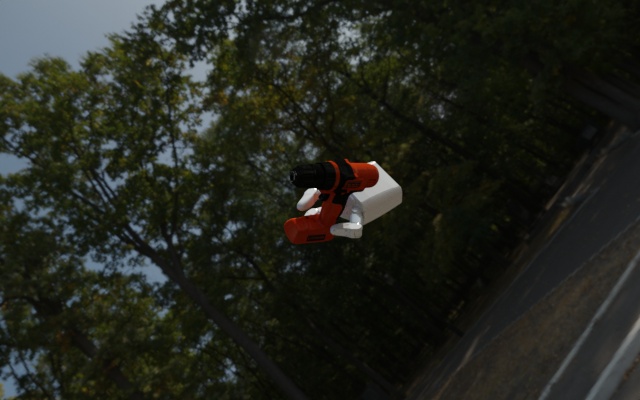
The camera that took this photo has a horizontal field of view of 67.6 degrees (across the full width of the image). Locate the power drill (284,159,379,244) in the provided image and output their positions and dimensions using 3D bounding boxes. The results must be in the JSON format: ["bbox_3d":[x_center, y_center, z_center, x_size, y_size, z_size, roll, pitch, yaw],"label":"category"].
[{"bbox_3d":[0.000,0.003,0.886,0.184,0.057,0.188,-1,-40,-34],"label":"power drill"}]
